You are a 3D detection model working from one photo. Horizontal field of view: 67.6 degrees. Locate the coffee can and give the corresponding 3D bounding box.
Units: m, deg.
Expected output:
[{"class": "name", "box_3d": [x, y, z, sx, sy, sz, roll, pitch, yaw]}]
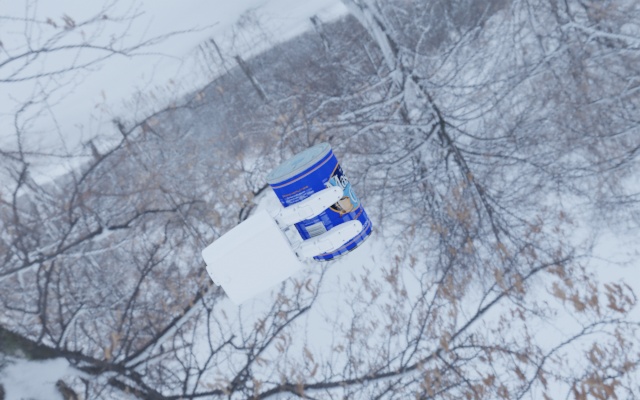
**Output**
[{"class": "coffee can", "box_3d": [0.000, 0.002, 0.690, 0.103, 0.140, 0.102, -27, 16, 8]}]
